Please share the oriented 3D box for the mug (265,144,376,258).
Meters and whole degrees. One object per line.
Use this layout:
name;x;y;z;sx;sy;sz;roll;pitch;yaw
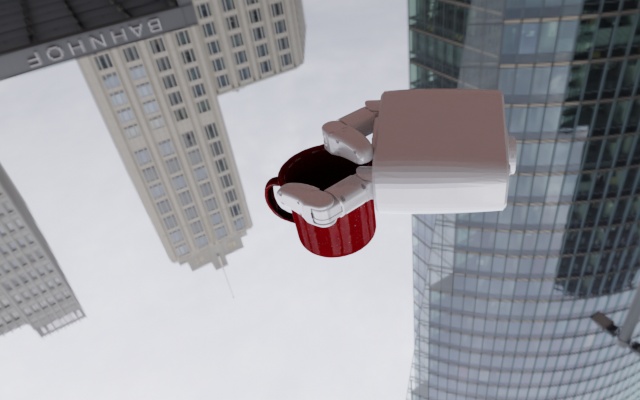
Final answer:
mug;-0.001;0.002;0.475;0.117;0.082;0.093;1;38;16
